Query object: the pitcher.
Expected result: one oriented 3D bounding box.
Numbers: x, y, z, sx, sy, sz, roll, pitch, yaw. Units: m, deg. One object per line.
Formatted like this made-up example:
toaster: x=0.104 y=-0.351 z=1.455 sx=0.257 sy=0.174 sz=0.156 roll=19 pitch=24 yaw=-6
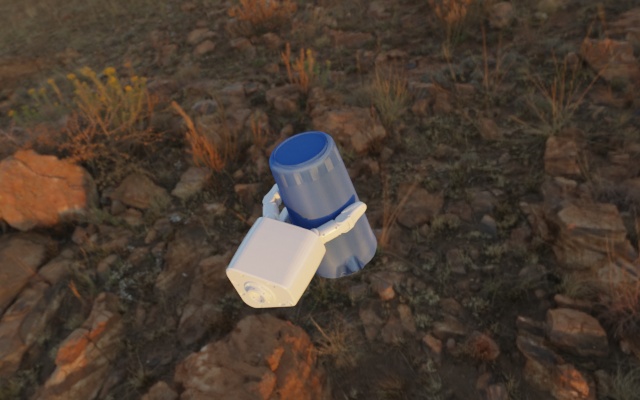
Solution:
pitcher: x=0.000 y=0.003 z=0.819 sx=0.149 sy=0.243 sz=0.145 roll=4 pitch=45 yaw=30
